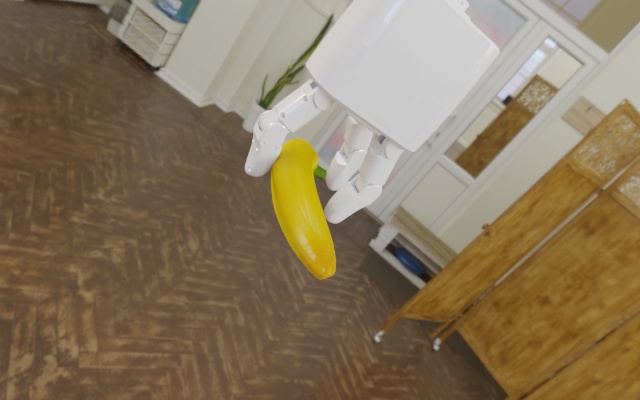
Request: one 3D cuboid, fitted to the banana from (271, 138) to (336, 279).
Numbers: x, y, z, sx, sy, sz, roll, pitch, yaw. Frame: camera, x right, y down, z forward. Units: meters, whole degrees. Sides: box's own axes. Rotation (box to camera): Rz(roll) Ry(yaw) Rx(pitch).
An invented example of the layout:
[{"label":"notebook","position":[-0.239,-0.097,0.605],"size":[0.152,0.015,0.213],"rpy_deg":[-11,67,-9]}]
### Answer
[{"label":"banana","position":[-0.014,-0.011,0.416],"size":[0.070,0.037,0.197],"rpy_deg":[37,22,-17]}]
